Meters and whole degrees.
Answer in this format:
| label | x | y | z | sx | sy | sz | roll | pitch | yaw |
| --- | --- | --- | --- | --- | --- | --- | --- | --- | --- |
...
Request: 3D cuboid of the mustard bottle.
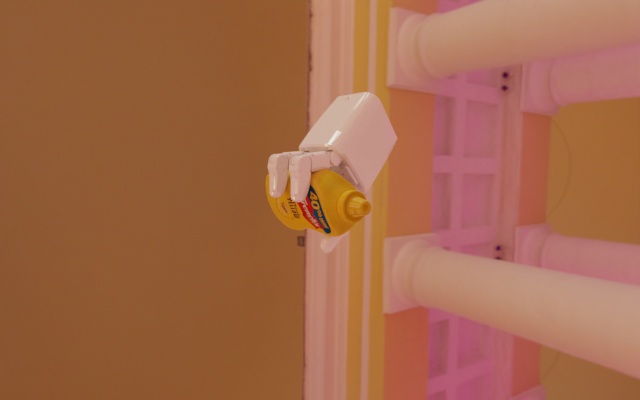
| label | x | y | z | sx | sy | sz | roll | pitch | yaw |
| --- | --- | --- | --- | --- | --- | --- | --- | --- | --- |
| mustard bottle | 0.000 | 0.002 | 0.658 | 0.058 | 0.096 | 0.191 | -32 | 22 | -30 |
